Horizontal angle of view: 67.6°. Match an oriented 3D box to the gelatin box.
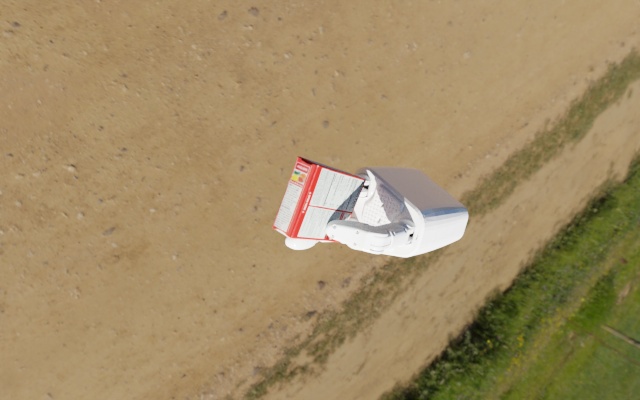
[{"bbox_3d":[0.000,0.002,0.475,0.030,0.073,0.089,26,9,35],"label":"gelatin box"}]
